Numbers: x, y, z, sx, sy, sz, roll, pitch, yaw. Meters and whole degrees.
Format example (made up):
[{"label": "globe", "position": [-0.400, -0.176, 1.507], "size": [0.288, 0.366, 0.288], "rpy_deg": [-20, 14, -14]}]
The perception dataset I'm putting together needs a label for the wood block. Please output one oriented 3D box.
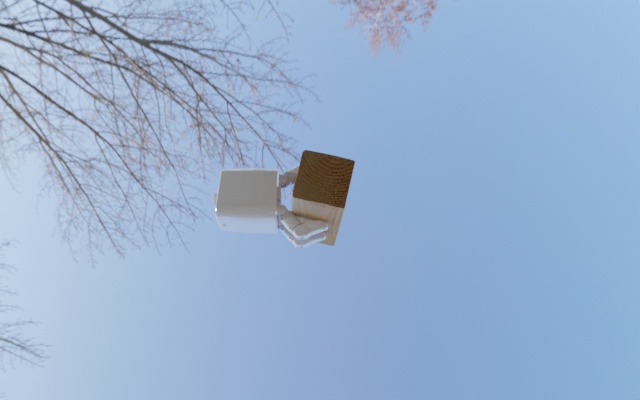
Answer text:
[{"label": "wood block", "position": [0.000, 0.003, 0.865], "size": [0.090, 0.090, 0.206], "rpy_deg": [12, -22, 1]}]
